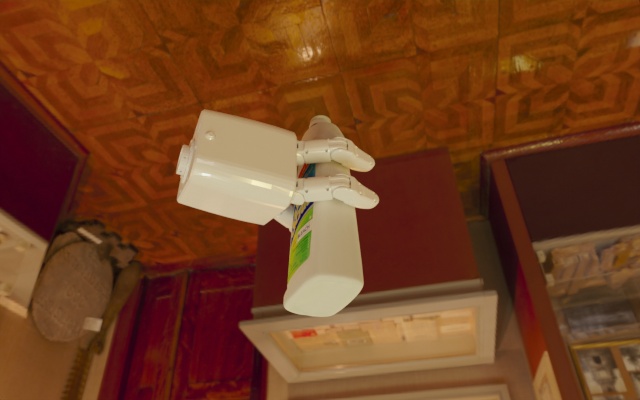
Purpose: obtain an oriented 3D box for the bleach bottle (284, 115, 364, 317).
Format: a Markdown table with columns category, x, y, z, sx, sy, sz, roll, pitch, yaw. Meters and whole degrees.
| category | x | y | z | sx | sy | sz | roll | pitch | yaw |
| --- | --- | --- | --- | --- | --- | --- | --- | --- | --- |
| bleach bottle | 0.000 | 0.002 | 0.573 | 0.068 | 0.250 | 0.103 | 13 | -39 | -20 |
